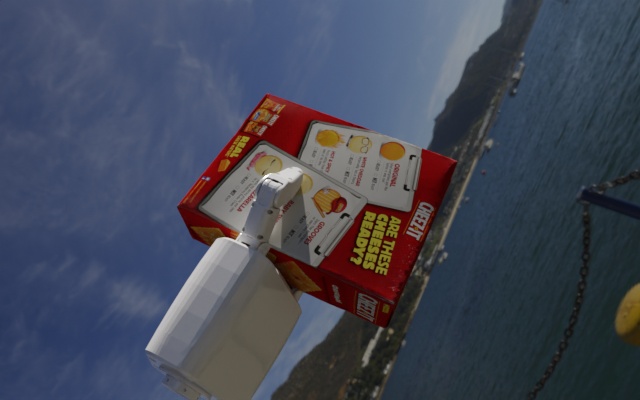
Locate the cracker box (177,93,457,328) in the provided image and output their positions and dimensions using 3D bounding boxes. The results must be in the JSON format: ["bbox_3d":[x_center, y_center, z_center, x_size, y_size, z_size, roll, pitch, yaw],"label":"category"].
[{"bbox_3d":[0.000,0.001,0.467,0.213,0.164,0.072,23,-30,15],"label":"cracker box"}]
